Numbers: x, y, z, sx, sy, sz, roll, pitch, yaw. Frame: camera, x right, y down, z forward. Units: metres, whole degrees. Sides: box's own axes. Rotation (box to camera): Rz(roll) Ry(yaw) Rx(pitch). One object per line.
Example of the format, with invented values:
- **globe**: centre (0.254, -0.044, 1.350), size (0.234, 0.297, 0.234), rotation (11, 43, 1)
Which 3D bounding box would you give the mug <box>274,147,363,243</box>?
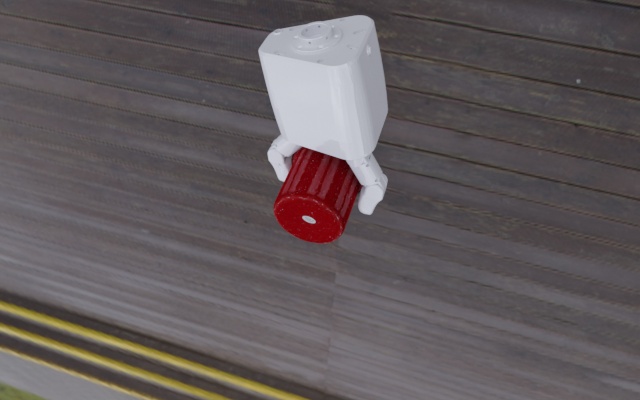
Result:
- **mug**: centre (0.000, 0.003, 0.546), size (0.093, 0.081, 0.117), rotation (6, -41, 20)
